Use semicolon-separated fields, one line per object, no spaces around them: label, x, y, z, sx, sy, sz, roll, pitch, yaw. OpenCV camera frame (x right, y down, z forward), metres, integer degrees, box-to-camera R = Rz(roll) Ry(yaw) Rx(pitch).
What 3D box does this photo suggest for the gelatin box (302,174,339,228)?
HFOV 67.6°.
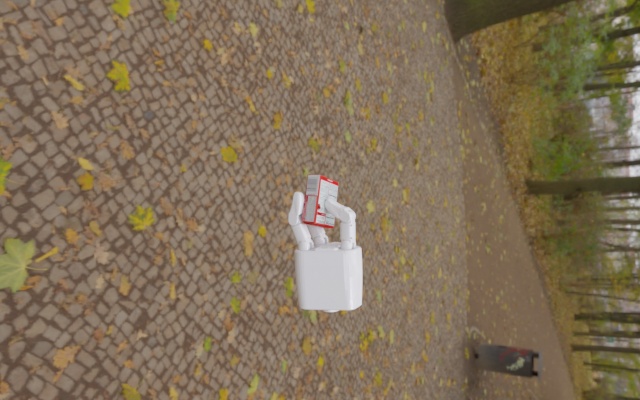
gelatin box;0.001;0.002;0.860;0.030;0.089;0.073;4;-6;29
